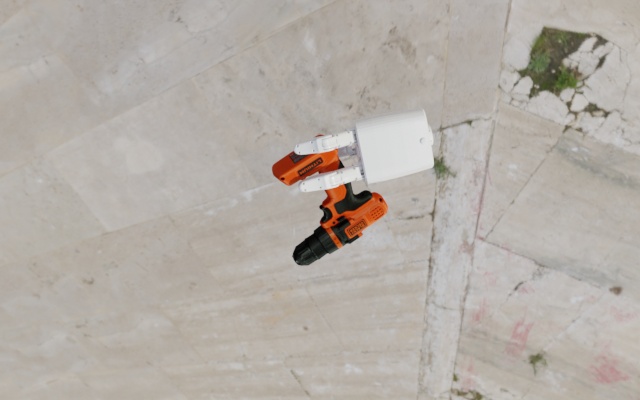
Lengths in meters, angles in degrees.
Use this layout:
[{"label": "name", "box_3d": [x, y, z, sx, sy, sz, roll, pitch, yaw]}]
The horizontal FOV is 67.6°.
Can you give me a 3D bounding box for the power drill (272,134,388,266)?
[{"label": "power drill", "box_3d": [0.000, 0.002, 0.775, 0.184, 0.188, 0.057, -35, 33, -3]}]
